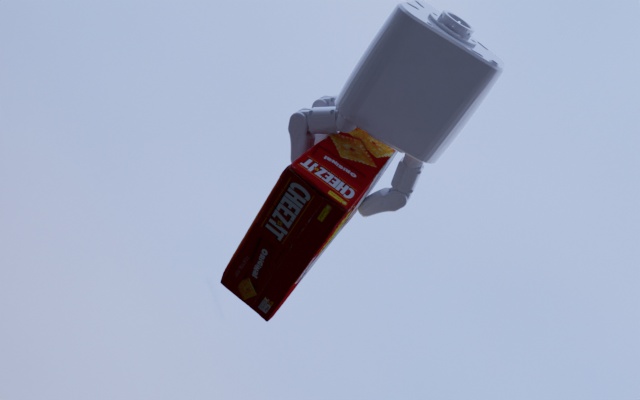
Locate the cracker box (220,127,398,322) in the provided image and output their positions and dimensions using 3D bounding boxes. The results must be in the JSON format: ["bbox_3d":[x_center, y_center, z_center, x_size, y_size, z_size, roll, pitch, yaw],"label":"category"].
[{"bbox_3d":[0.000,0.002,0.511,0.072,0.164,0.213,37,34,5],"label":"cracker box"}]
